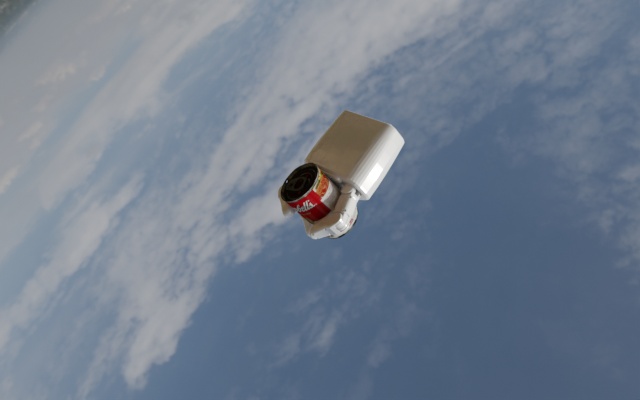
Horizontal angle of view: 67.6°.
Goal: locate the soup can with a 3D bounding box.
[{"bbox_3d":[0.000,0.003,0.695,0.068,0.068,0.102,0,-34,46],"label":"soup can"}]
